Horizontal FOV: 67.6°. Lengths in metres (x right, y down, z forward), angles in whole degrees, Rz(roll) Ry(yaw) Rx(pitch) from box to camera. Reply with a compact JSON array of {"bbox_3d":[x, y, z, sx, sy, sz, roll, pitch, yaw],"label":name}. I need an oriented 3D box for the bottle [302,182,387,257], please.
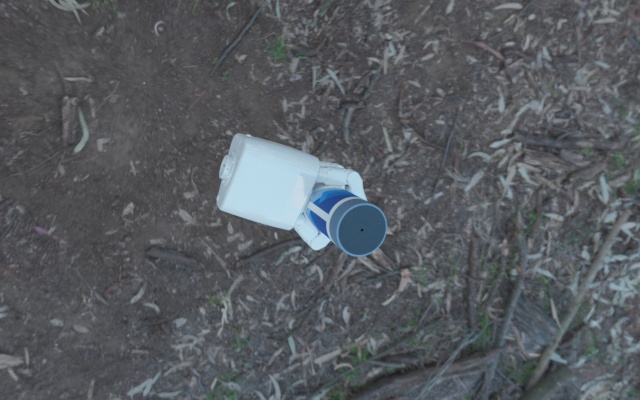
[{"bbox_3d":[0.000,0.002,0.699,0.069,0.069,0.295,0,13,-20],"label":"bottle"}]
